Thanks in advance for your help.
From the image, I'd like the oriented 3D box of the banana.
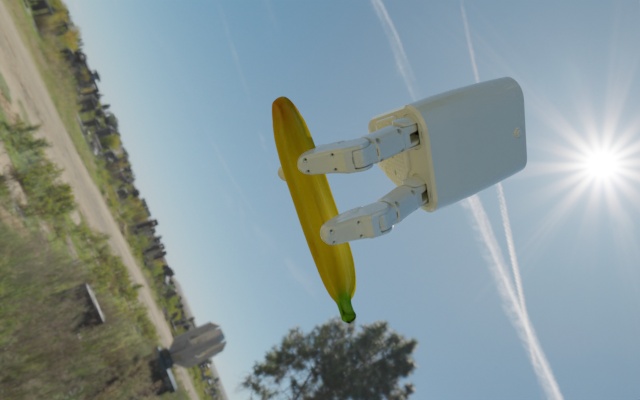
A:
[{"bbox_3d":[-0.002,0.006,0.428,0.037,0.198,0.069,-19,-1,-11],"label":"banana"}]
